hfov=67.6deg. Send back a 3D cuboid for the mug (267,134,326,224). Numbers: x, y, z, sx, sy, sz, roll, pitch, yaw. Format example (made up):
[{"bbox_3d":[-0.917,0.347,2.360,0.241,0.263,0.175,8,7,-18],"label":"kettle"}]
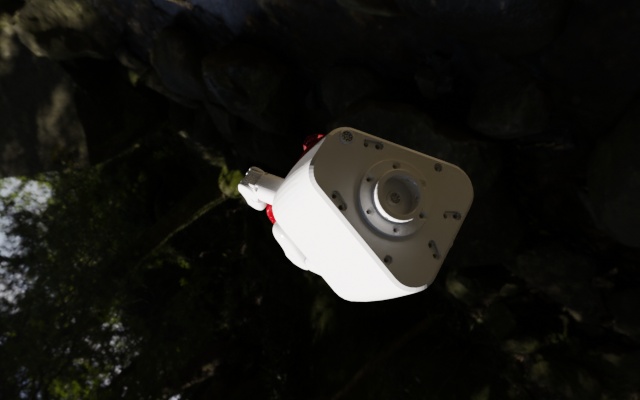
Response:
[{"bbox_3d":[0.000,0.002,0.460,0.093,0.081,0.117,35,-20,-6],"label":"mug"}]
